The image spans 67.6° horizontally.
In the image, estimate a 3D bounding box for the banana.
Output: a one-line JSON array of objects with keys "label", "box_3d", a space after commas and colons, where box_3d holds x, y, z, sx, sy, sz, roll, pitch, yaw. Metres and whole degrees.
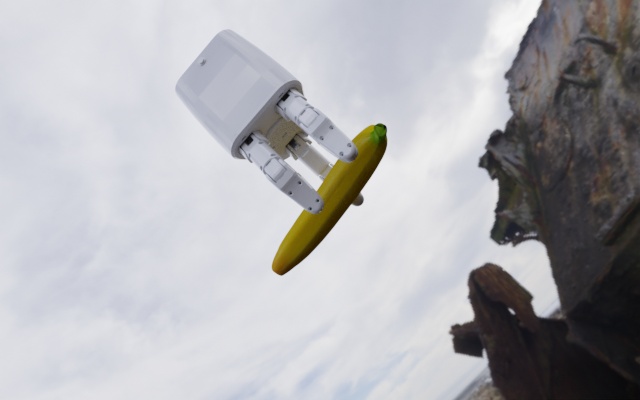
[{"label": "banana", "box_3d": [0.011, -0.005, 0.475, 0.037, 0.198, 0.069, 42, 30, 15]}]
